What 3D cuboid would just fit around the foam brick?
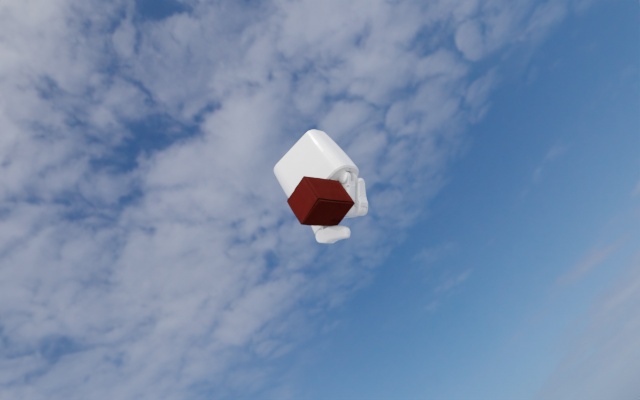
[{"bbox_3d":[0.000,0.002,0.711,0.078,0.053,0.051,6,40,-45],"label":"foam brick"}]
